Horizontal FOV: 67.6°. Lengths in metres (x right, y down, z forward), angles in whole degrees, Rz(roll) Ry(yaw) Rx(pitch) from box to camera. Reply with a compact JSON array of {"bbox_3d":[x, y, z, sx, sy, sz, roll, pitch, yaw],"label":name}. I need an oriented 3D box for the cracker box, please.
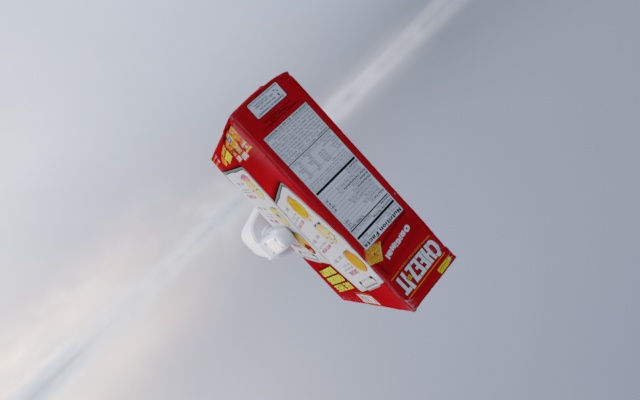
[{"bbox_3d":[0.000,0.001,0.451,0.072,0.214,0.164,-46,7,-18],"label":"cracker box"}]
